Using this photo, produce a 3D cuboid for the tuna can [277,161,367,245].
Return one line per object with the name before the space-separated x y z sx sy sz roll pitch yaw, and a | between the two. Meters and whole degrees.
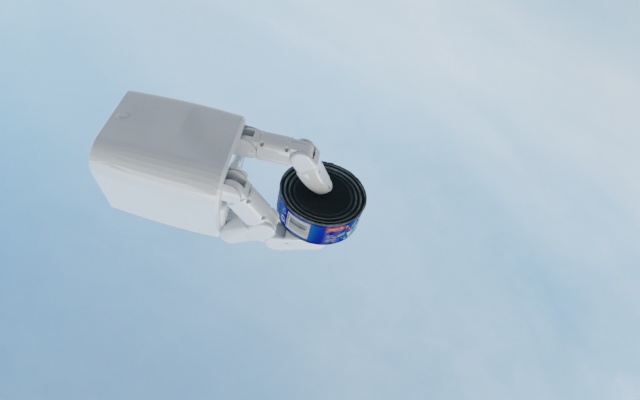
tuna can | 0.000 0.002 0.472 0.086 0.086 0.034 0 -42 -15
